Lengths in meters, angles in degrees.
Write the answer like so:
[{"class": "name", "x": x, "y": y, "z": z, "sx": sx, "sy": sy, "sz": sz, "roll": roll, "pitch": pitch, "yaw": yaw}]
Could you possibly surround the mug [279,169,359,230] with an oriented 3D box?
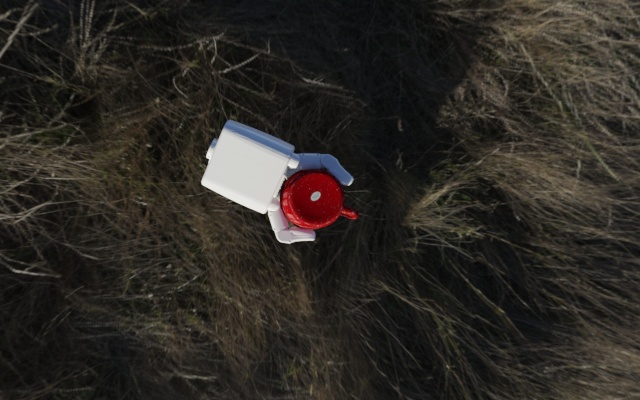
[{"class": "mug", "x": 0.001, "y": 0.003, "z": 0.693, "sx": 0.117, "sy": 0.093, "sz": 0.081, "roll": 23, "pitch": -4, "yaw": -7}]
